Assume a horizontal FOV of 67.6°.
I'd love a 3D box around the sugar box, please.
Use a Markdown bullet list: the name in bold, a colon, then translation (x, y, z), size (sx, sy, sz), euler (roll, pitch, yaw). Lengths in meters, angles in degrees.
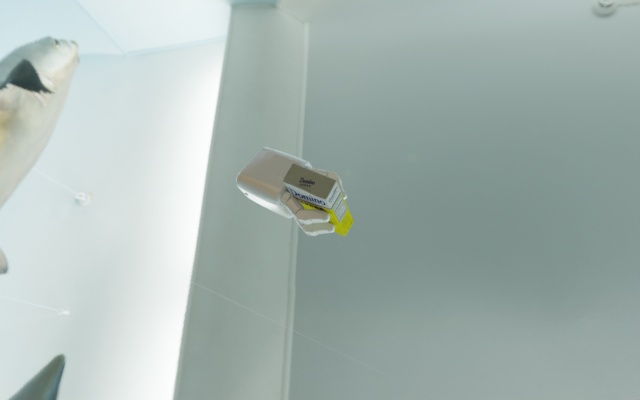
- **sugar box**: translation (0.000, 0.003, 0.891), size (0.093, 0.048, 0.176), euler (23, -15, 24)
